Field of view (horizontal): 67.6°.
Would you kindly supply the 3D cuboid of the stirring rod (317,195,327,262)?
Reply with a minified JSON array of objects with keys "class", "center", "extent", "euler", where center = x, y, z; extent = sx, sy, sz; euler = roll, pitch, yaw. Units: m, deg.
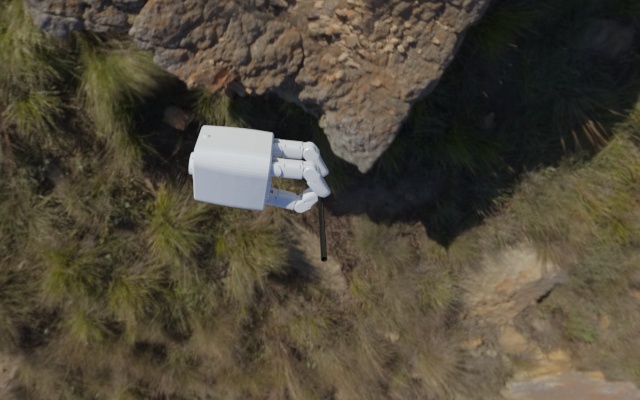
[{"class":"stirring rod","center":[0.000,0.002,0.690],"extent":[0.011,0.011,0.239],"euler":[0,36,-3]}]
